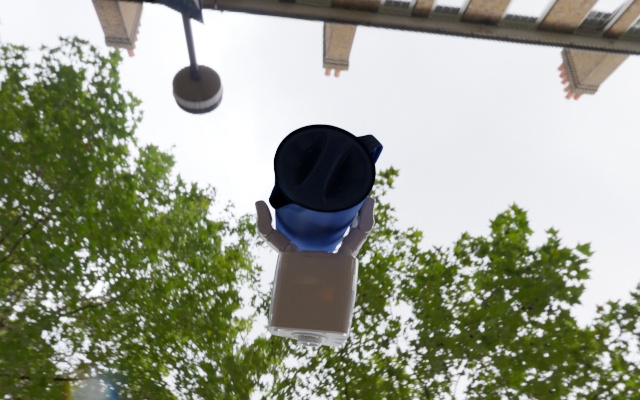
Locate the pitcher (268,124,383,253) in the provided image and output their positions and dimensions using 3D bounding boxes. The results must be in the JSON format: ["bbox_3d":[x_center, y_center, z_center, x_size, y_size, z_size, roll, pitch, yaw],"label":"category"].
[{"bbox_3d":[0.000,0.002,0.713,0.149,0.145,0.243,8,-27,-4],"label":"pitcher"}]
